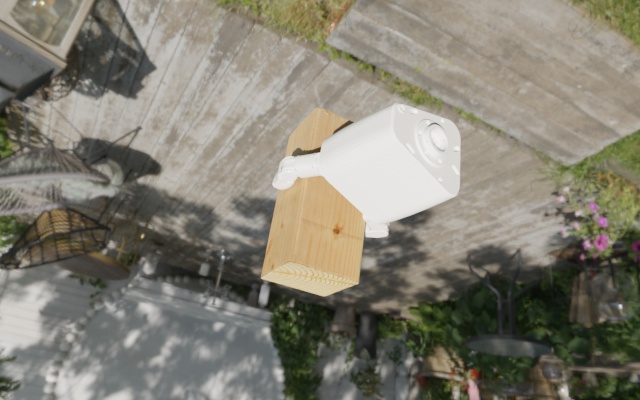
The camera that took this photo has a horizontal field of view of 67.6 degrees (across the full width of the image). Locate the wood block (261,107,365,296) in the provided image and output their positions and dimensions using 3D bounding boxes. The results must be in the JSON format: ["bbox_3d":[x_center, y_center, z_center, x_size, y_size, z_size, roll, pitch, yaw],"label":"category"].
[{"bbox_3d":[0.000,0.002,0.599,0.091,0.206,0.090,20,-28,-21],"label":"wood block"}]
